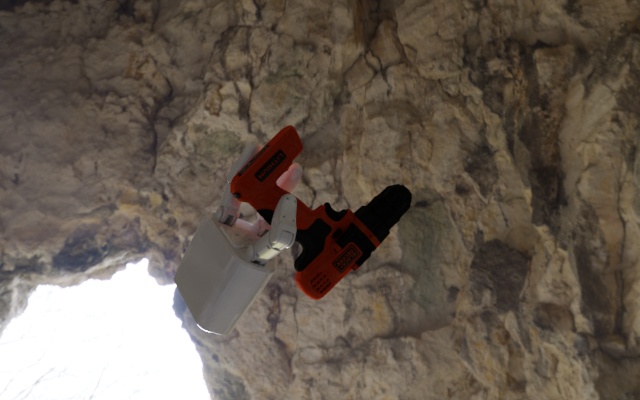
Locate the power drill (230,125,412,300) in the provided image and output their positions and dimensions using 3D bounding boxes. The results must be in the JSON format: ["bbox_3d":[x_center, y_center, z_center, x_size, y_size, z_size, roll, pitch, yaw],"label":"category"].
[{"bbox_3d":[0.000,0.002,0.578,0.184,0.188,0.057,-45,15,-6],"label":"power drill"}]
